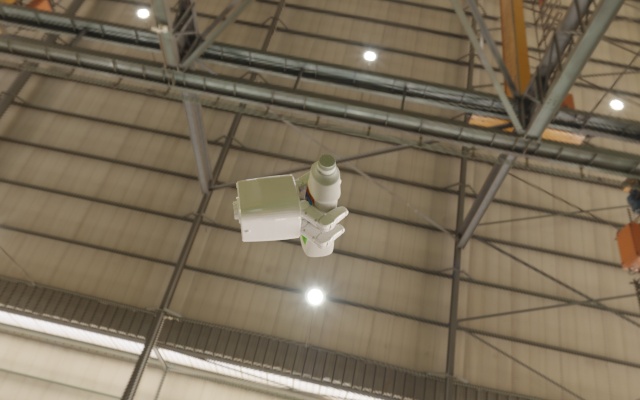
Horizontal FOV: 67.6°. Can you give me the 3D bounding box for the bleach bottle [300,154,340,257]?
[{"bbox_3d":[0.000,0.003,0.895,0.068,0.102,0.251,-5,-36,-9],"label":"bleach bottle"}]
